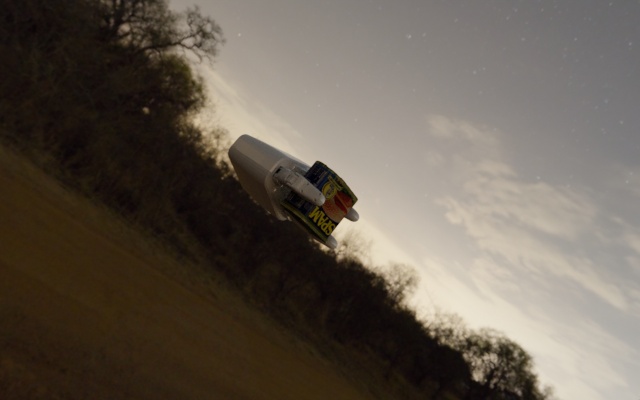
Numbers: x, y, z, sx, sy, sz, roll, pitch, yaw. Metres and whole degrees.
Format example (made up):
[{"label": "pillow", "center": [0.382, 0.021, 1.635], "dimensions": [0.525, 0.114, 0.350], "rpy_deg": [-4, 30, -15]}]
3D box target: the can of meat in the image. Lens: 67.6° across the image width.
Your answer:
[{"label": "can of meat", "center": [0.000, 0.002, 0.708], "dimensions": [0.057, 0.084, 0.102], "rpy_deg": [33, -10, 39]}]
